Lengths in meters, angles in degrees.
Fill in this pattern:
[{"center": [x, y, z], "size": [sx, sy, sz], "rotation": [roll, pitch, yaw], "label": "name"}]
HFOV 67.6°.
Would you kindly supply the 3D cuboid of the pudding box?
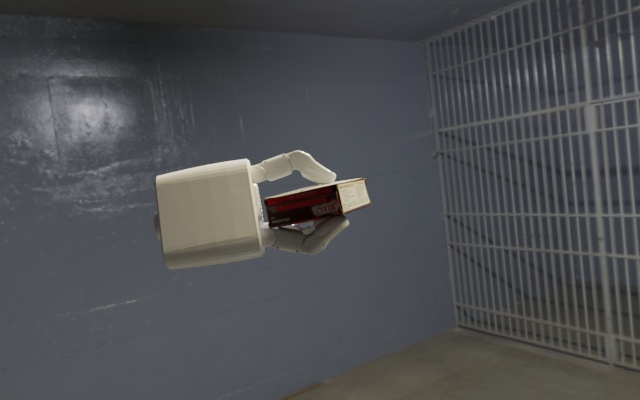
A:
[{"center": [0.000, 0.002, 0.555], "size": [0.090, 0.039, 0.113], "rotation": [-10, 4, 22], "label": "pudding box"}]
